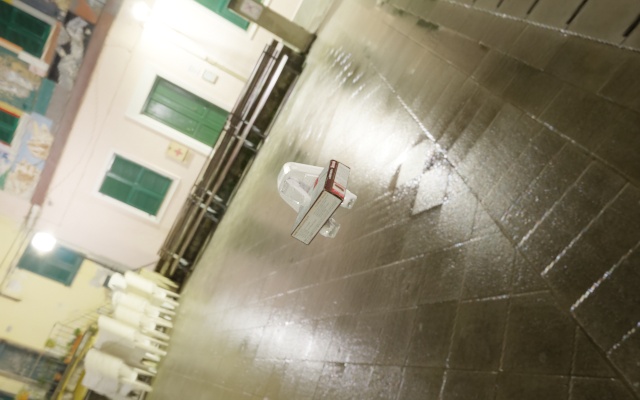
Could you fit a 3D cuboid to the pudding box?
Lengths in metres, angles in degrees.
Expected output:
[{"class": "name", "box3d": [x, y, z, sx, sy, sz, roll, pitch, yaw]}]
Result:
[{"class": "pudding box", "box3d": [0.000, 0.002, 0.750, 0.039, 0.113, 0.090, 27, 37, -10]}]
